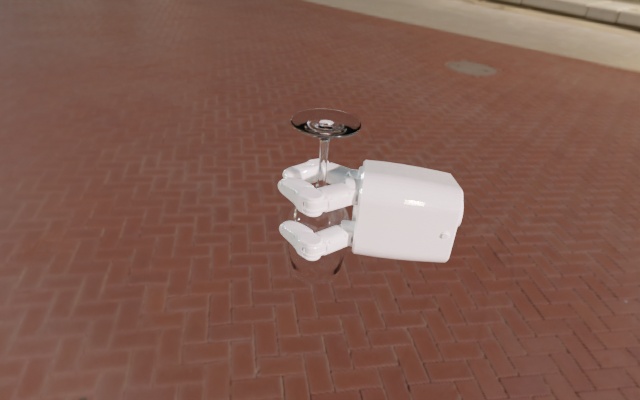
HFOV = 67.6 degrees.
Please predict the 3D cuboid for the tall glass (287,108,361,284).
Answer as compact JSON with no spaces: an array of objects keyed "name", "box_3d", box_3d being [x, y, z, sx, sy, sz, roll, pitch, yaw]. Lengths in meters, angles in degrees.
[{"name":"tall glass","box_3d":[0.000,0.001,0.552,0.079,0.201,0.079,3,32,-2]}]
